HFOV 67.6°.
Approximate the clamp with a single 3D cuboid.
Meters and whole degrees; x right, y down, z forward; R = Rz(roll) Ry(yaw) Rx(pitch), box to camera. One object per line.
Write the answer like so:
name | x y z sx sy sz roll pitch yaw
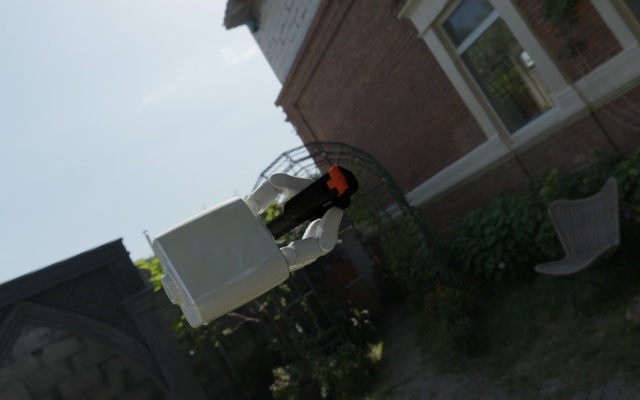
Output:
clamp | 0.000 0.001 0.590 0.164 0.036 0.210 -25 -8 -27
